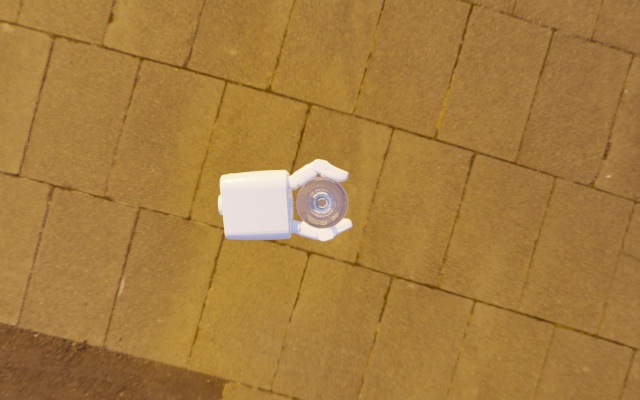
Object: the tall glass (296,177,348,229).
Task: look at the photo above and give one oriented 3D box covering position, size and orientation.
[{"bbox_3d":[0.000,0.003,0.777,0.079,0.079,0.201,0,1,-1],"label":"tall glass"}]
